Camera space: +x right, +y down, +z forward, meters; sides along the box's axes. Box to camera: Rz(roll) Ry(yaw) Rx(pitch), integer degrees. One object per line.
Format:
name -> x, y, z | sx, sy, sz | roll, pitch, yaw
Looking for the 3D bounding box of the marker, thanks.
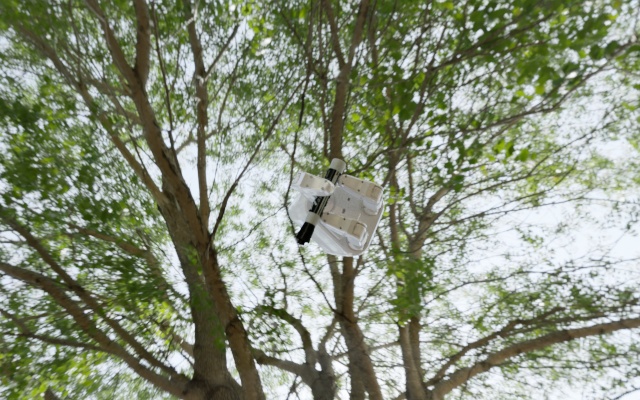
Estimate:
marker -> 0.000, 0.002, 0.613 | 0.020, 0.121, 0.020 | 24, -14, 6
